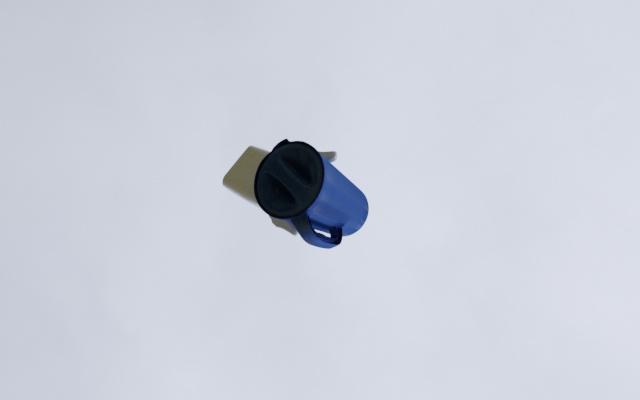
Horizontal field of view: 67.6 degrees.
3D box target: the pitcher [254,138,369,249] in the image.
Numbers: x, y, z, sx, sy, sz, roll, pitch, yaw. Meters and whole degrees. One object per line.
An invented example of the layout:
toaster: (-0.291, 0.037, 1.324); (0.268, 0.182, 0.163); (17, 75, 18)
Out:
pitcher: (0.000, 0.003, 0.869); (0.145, 0.149, 0.243); (22, -3, 31)
